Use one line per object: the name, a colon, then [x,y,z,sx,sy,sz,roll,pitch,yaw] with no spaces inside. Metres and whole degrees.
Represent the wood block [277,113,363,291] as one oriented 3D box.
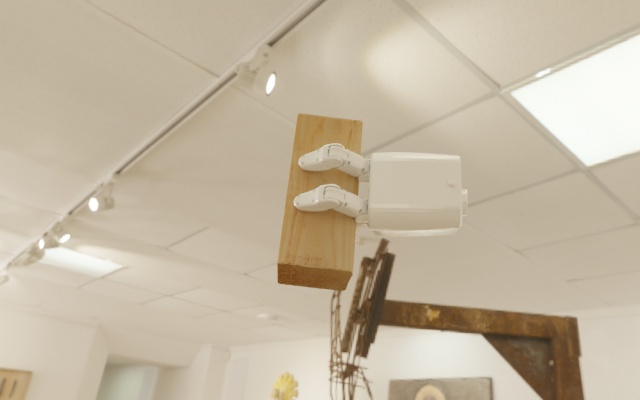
wood block: [0.000,0.002,0.620,0.090,0.206,0.091,6,-26,-1]
